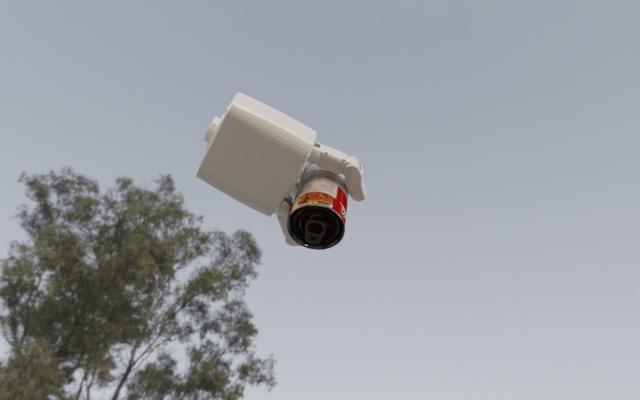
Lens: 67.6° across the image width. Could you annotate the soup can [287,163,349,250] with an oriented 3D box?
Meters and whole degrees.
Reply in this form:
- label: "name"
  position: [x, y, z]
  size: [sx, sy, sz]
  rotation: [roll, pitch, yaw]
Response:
- label: "soup can"
  position: [0.001, 0.002, 0.589]
  size: [0.068, 0.069, 0.102]
  rotation: [0, 37, 8]
